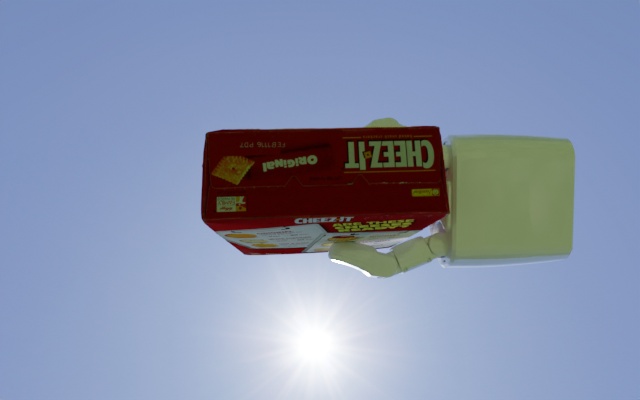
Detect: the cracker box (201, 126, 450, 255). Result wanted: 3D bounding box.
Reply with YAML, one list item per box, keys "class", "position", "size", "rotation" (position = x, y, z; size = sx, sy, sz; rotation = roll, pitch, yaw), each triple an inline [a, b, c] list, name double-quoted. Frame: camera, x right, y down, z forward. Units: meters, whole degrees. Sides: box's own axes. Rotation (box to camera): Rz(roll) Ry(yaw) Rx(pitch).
- class: "cracker box"
  position: [0.000, 0.002, 0.418]
  size: [0.164, 0.072, 0.214]
  rotation: [-2, -12, -2]
